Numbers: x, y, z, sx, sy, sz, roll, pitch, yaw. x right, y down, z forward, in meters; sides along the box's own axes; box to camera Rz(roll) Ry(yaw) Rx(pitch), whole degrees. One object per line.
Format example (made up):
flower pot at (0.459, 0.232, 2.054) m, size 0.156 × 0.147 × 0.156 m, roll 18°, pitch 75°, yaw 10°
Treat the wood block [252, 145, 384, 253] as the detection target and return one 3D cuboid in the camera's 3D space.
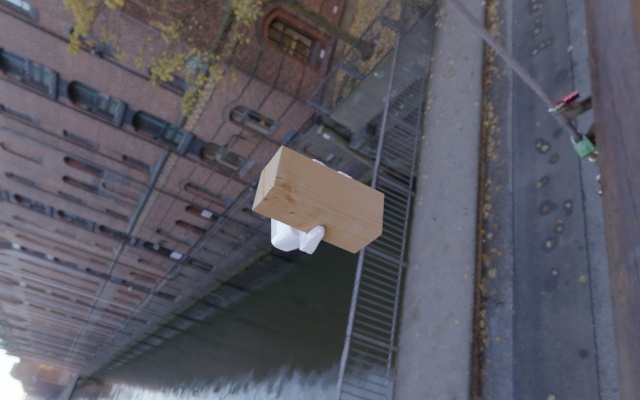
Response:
wood block at (0.000, 0.003, 0.827) m, size 0.206 × 0.090 × 0.090 m, roll 24°, pitch -38°, yaw -20°
